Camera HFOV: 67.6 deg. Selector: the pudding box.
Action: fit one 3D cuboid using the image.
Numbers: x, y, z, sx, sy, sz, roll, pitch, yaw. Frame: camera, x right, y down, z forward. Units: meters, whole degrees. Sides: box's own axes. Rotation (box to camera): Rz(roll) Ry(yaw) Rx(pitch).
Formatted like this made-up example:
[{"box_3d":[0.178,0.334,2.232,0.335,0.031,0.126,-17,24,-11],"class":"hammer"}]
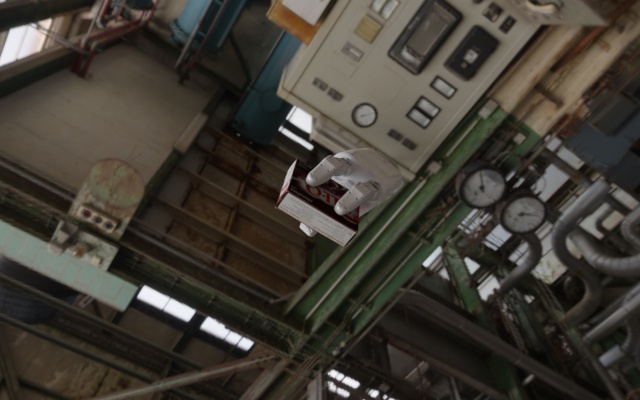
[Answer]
[{"box_3d":[0.000,0.002,0.657,0.113,0.039,0.090,29,30,-12],"class":"pudding box"}]
